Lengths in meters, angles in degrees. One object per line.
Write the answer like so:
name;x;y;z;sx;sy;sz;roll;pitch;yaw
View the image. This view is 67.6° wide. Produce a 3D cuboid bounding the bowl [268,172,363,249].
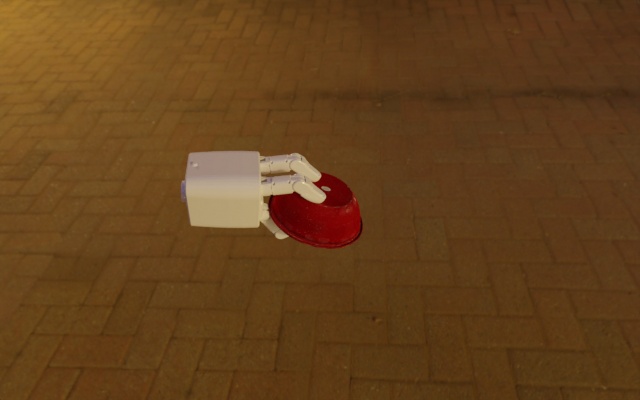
bowl;0.001;0.002;0.766;0.162;0.055;0.162;13;35;-10
